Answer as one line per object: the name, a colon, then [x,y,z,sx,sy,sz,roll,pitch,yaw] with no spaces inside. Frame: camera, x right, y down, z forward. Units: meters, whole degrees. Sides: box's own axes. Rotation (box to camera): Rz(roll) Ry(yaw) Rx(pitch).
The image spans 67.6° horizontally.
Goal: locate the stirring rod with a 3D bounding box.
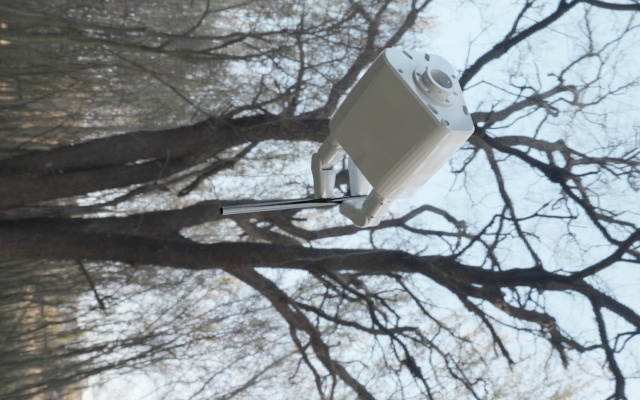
stirring rod: [0.000,0.002,0.549,0.239,0.011,0.011,-5,3,-33]
